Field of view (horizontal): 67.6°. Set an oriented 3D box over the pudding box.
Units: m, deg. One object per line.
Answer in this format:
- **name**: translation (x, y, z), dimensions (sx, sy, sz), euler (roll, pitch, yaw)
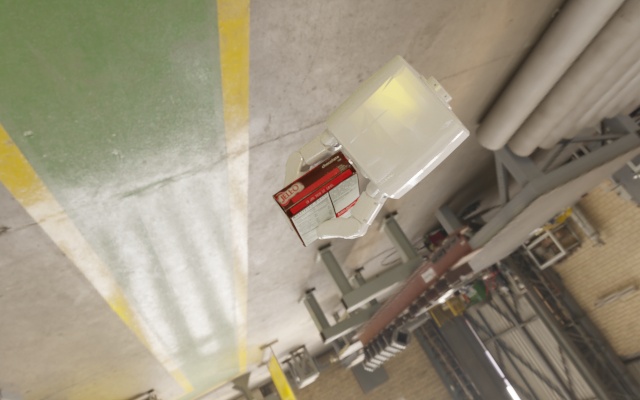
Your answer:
- **pudding box**: translation (0.000, 0.002, 0.551), dimensions (0.090, 0.039, 0.113), euler (-33, -23, -7)
